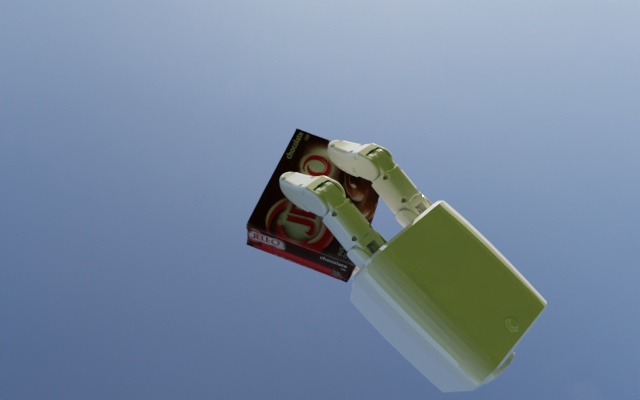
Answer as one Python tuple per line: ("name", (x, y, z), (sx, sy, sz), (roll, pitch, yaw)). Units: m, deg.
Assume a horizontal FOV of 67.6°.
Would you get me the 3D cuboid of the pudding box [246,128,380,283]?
("pudding box", (0.000, 0.001, 0.401), (0.090, 0.113, 0.039), (20, -37, 3))
